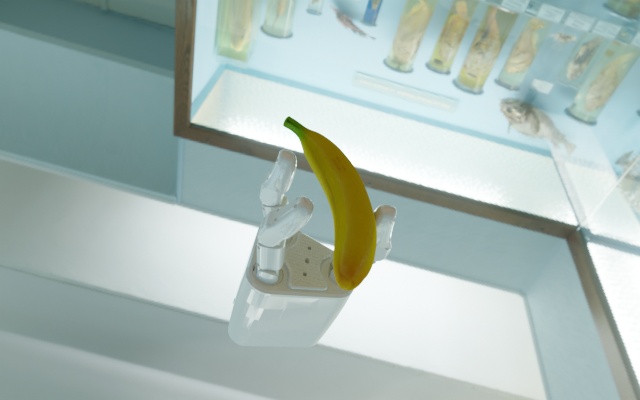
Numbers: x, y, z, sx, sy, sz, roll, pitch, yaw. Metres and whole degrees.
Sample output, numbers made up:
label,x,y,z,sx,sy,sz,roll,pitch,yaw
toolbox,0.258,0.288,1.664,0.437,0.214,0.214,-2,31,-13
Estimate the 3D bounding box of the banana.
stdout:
label,x,y,z,sx,sy,sz,roll,pitch,yaw
banana,0.015,0.001,0.432,0.069,0.197,0.037,7,-47,-30
